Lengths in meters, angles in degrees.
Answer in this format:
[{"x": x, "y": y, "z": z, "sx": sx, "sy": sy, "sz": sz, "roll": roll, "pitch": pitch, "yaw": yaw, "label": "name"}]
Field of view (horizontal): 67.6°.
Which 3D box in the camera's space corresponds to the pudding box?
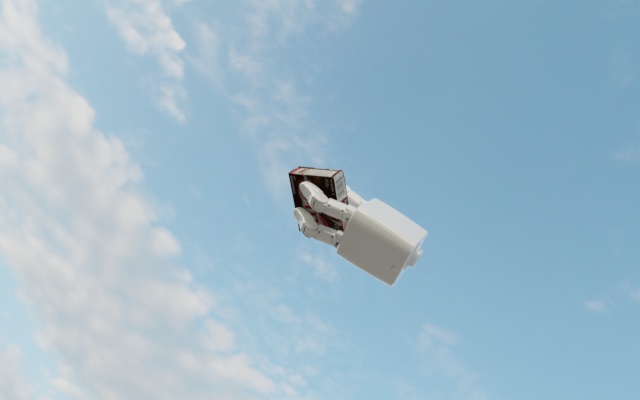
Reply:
[{"x": 0.000, "y": 0.003, "z": 0.792, "sx": 0.090, "sy": 0.113, "sz": 0.039, "roll": 6, "pitch": 26, "yaw": 32, "label": "pudding box"}]
